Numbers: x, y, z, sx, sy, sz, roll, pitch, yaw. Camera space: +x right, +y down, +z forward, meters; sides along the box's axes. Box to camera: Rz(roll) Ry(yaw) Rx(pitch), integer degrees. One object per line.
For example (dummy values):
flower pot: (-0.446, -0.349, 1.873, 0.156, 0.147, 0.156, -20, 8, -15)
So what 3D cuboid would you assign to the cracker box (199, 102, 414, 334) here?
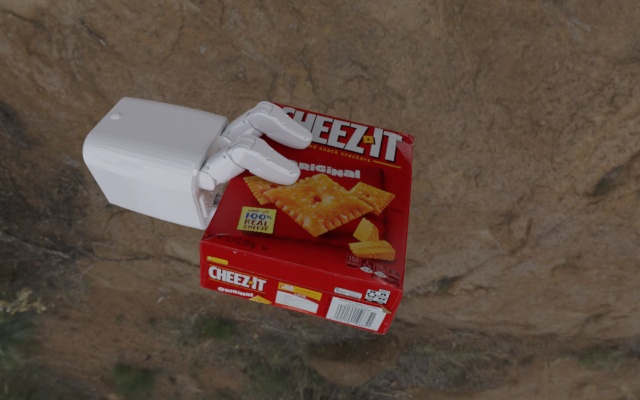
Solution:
cracker box: (0.000, 0.002, 0.456, 0.164, 0.072, 0.213, 14, 44, 1)
